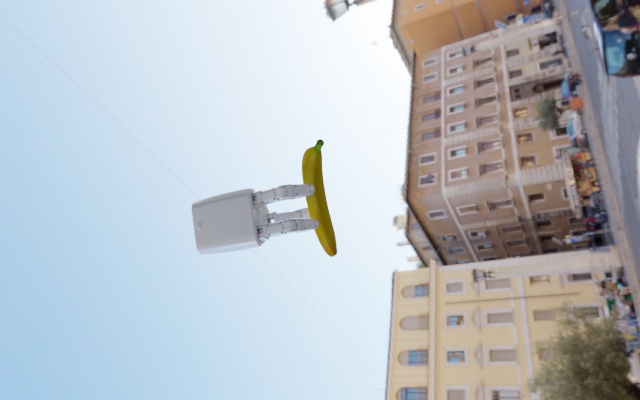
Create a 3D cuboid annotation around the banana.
[{"bbox_3d":[-0.004,-0.004,0.799,0.037,0.198,0.069,-11,14,-10],"label":"banana"}]
